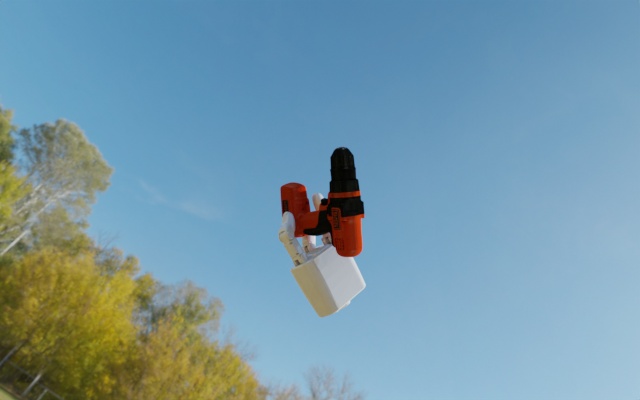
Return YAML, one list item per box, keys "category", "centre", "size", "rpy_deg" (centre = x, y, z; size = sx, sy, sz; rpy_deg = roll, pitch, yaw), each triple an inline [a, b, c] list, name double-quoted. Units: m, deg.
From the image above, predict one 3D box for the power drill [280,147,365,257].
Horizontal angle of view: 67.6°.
- category: "power drill"
  centre: [0.000, 0.003, 0.850]
  size: [0.057, 0.184, 0.187]
  rpy_deg: [-6, 4, -36]
